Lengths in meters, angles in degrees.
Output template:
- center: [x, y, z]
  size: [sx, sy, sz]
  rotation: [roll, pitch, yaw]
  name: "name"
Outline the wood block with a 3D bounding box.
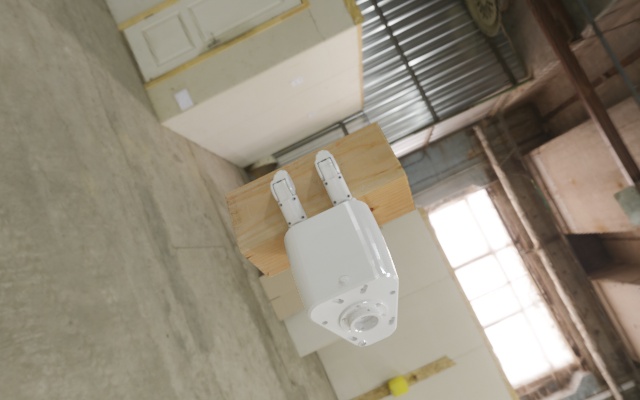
- center: [0.000, 0.002, 0.592]
  size: [0.206, 0.090, 0.091]
  rotation: [-25, -34, 4]
  name: "wood block"
